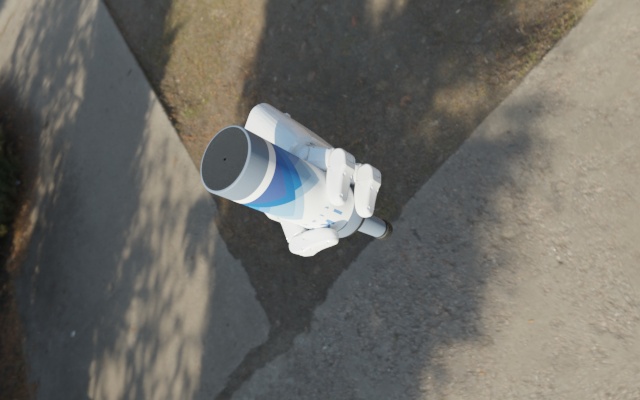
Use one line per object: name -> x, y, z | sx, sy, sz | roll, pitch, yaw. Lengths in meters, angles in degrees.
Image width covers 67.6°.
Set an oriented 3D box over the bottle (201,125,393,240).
bottle -> 0.000, 0.002, 0.546 | 0.069, 0.069, 0.296 | 0, -16, 38
